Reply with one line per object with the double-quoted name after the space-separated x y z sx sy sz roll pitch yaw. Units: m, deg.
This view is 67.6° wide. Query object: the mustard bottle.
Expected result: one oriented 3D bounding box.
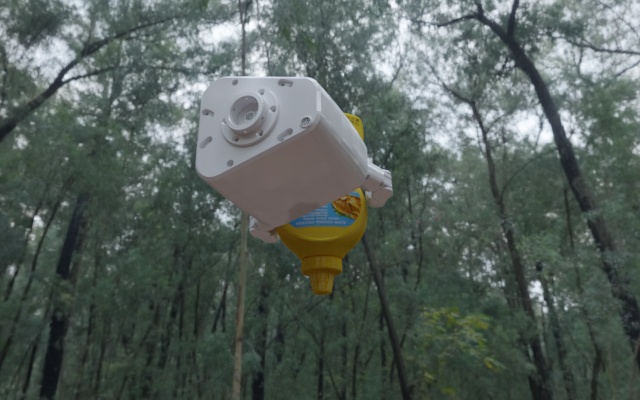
0.000 0.002 0.500 0.096 0.191 0.058 -1 -22 -1 "mustard bottle"
